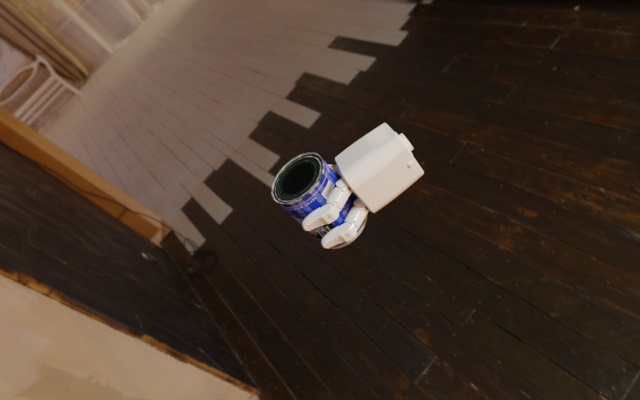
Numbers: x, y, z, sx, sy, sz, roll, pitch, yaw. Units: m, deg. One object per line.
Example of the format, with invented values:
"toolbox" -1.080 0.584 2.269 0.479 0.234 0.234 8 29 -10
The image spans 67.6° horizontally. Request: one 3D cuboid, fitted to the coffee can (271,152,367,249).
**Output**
"coffee can" 0.000 0.003 0.802 0.103 0.102 0.140 0 -34 41
